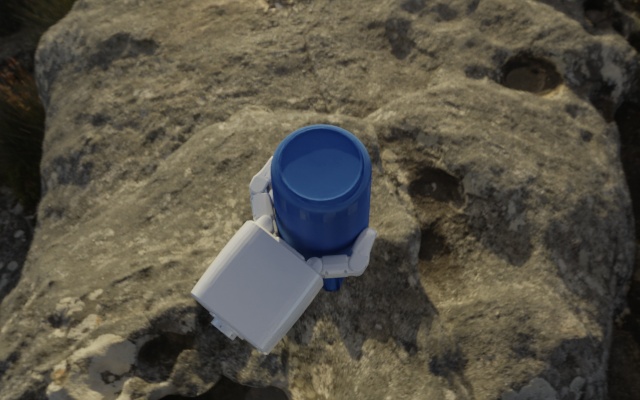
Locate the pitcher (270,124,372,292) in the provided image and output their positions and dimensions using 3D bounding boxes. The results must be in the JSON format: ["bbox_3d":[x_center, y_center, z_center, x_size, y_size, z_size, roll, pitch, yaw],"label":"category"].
[{"bbox_3d":[0.000,0.002,0.610,0.149,0.145,0.243,35,-20,15],"label":"pitcher"}]
